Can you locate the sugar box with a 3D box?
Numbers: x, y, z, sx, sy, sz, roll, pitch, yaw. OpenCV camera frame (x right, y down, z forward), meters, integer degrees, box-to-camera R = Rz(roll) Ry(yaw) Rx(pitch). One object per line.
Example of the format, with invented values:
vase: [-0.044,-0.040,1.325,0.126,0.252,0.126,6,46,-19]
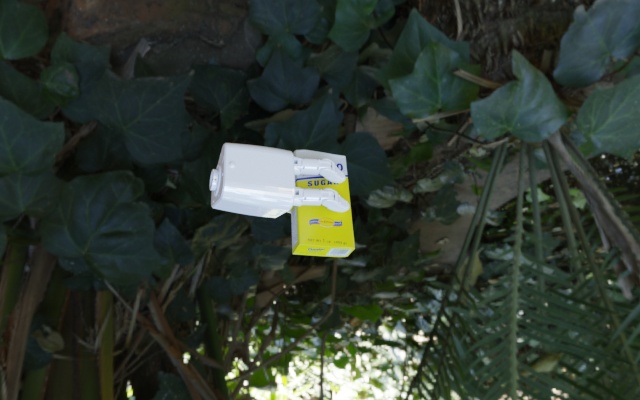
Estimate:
sugar box: [0.000,0.002,0.776,0.093,0.176,0.048,6,-29,-18]
